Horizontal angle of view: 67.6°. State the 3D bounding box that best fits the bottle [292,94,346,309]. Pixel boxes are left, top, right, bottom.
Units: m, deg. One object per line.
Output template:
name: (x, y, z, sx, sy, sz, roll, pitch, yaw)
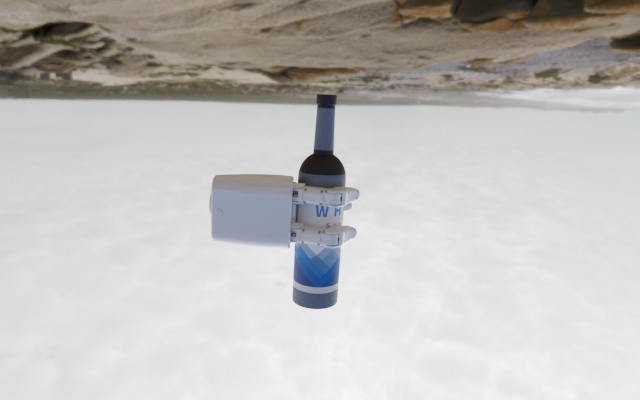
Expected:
bottle: (0.000, 0.002, 0.669, 0.069, 0.296, 0.069, 3, 12, -1)
